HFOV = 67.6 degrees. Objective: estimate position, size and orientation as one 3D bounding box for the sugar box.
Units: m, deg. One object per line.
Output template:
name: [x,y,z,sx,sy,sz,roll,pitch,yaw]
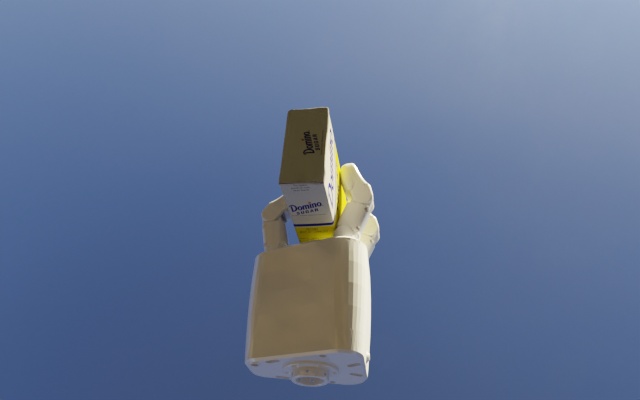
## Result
sugar box: [0.001,0.002,0.487,0.048,0.093,0.176,-2,-37,7]
